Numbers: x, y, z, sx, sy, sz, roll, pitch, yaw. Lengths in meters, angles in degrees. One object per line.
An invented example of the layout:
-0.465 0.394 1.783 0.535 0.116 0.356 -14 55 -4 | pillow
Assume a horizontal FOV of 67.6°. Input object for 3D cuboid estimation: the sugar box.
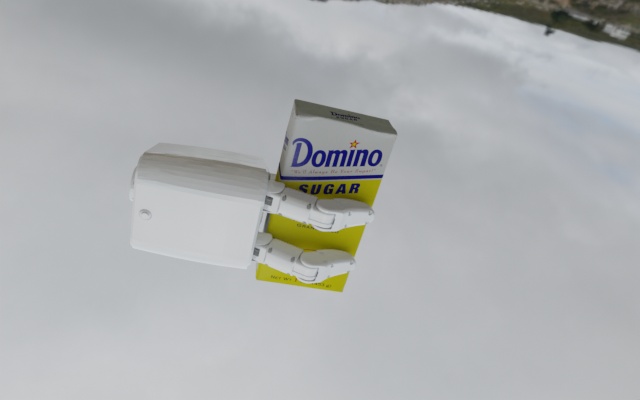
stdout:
0.000 0.002 0.454 0.093 0.176 0.048 10 29 -12 | sugar box
